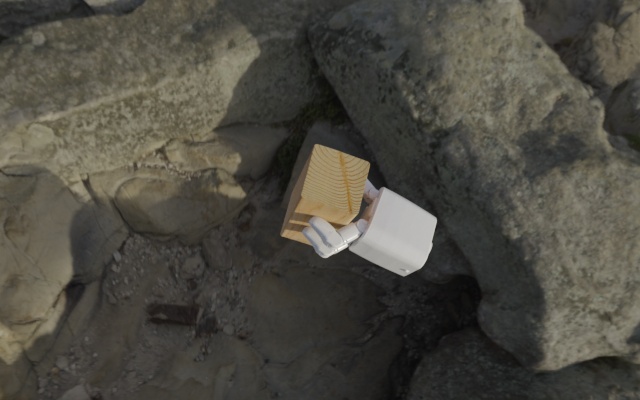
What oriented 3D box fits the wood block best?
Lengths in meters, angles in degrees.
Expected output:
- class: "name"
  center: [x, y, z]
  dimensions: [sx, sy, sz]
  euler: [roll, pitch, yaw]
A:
- class: "wood block"
  center: [0.001, 0.002, 0.785]
  dimensions: [0.090, 0.090, 0.206]
  euler: [18, -23, -7]
